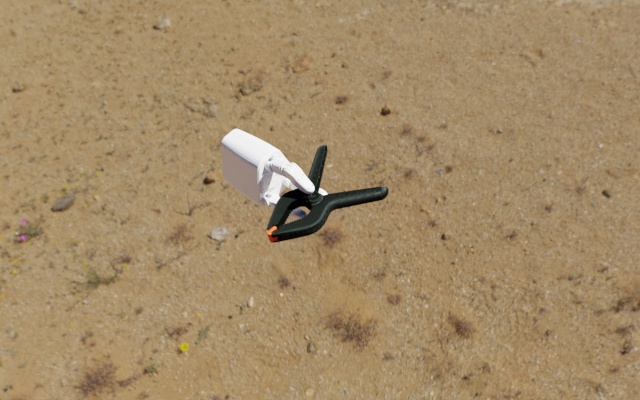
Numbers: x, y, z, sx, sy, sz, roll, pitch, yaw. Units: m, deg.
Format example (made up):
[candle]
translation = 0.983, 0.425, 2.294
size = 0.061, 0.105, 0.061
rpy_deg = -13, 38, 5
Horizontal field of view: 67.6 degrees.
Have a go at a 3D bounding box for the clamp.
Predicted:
[clamp]
translation = -0.001, 0.002, 0.806
size = 0.164, 0.210, 0.036
rpy_deg = 31, -27, 29
